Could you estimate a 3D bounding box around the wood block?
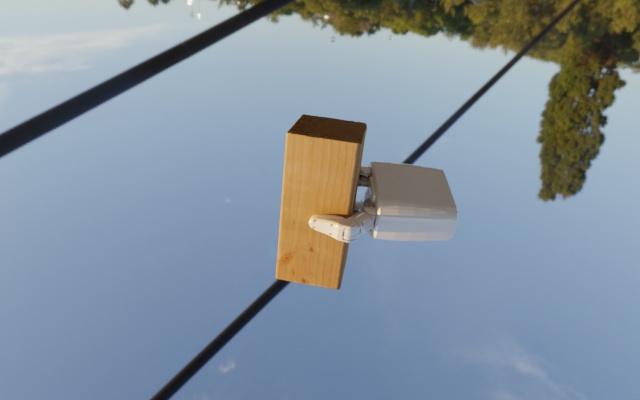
[{"bbox_3d":[0.000,0.002,0.632,0.090,0.206,0.090,9,25,6],"label":"wood block"}]
